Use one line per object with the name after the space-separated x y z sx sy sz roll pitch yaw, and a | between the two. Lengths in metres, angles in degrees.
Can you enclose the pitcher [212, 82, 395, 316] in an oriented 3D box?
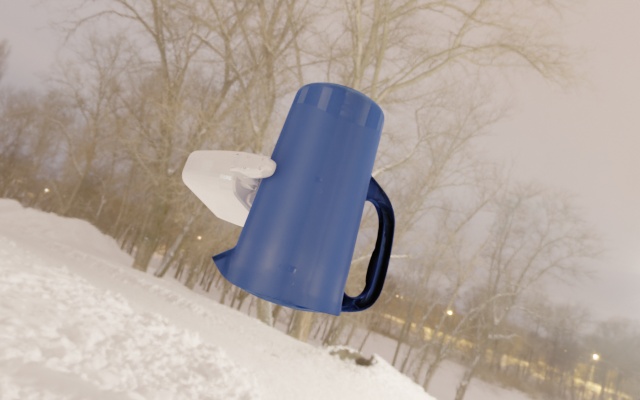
0.000 0.002 0.537 0.145 0.242 0.149 10 -13 37 | pitcher
